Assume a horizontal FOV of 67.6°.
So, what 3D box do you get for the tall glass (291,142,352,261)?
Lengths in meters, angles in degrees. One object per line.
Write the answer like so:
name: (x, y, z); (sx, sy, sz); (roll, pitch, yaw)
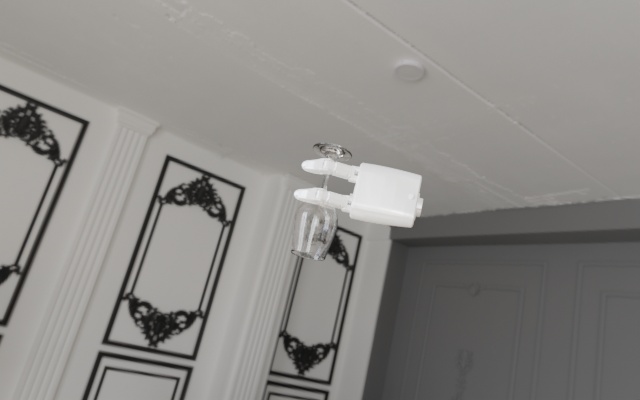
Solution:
tall glass: (0.000, 0.002, 0.853); (0.079, 0.201, 0.079); (13, -16, 4)
